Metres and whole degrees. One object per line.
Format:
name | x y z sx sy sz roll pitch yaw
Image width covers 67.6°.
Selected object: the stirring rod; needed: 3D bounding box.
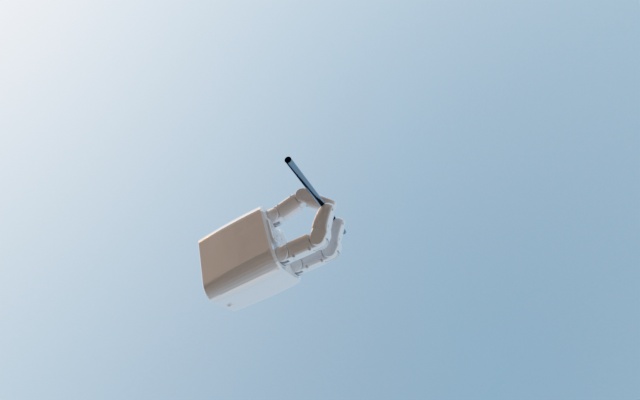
stirring rod | 0.000 0.002 0.612 0.011 0.011 0.240 0 -22 18
